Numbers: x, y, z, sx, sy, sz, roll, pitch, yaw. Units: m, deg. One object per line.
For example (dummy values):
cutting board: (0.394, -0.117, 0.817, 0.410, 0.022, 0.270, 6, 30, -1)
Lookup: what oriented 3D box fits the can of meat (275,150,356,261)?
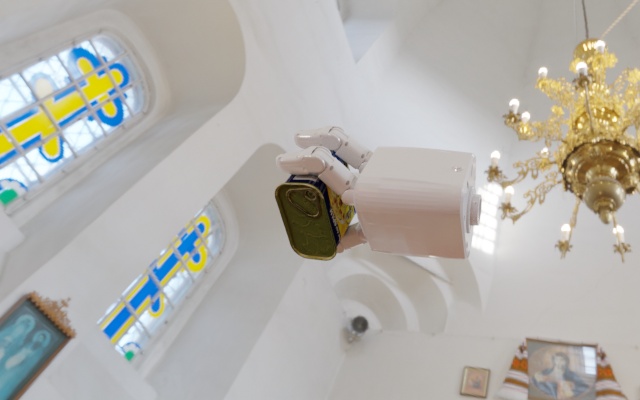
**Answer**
can of meat: (0.000, 0.002, 0.541, 0.057, 0.102, 0.084, 3, 36, 26)
